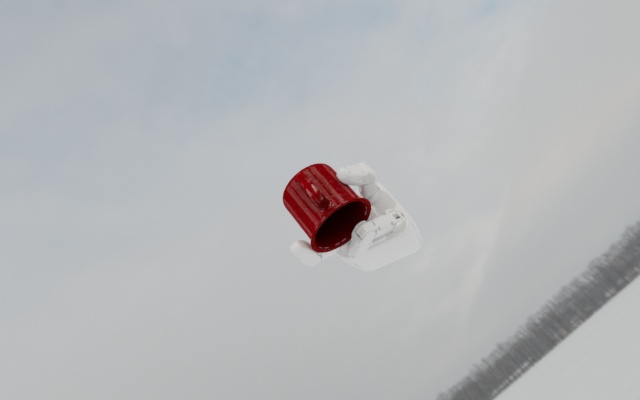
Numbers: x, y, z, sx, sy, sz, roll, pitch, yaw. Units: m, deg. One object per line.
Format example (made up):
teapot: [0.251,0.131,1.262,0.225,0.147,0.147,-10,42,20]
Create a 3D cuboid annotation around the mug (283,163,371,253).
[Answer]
mug: [-0.001,0.001,0.603,0.081,0.093,0.117,49,2,31]
